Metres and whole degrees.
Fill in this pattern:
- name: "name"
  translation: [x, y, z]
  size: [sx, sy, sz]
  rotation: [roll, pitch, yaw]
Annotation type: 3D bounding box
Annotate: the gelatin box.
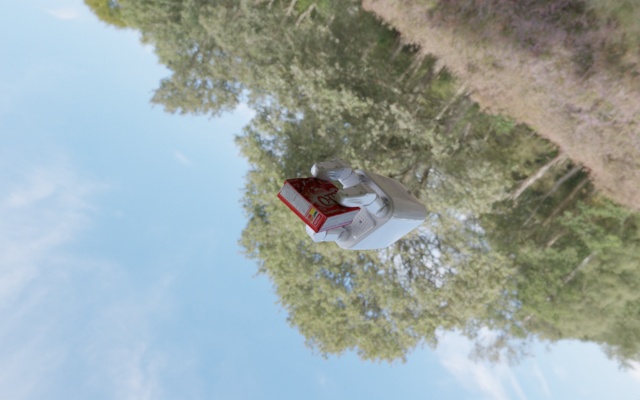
- name: "gelatin box"
  translation: [0.000, 0.002, 0.605]
  size: [0.073, 0.030, 0.089]
  rotation: [42, 26, 21]
